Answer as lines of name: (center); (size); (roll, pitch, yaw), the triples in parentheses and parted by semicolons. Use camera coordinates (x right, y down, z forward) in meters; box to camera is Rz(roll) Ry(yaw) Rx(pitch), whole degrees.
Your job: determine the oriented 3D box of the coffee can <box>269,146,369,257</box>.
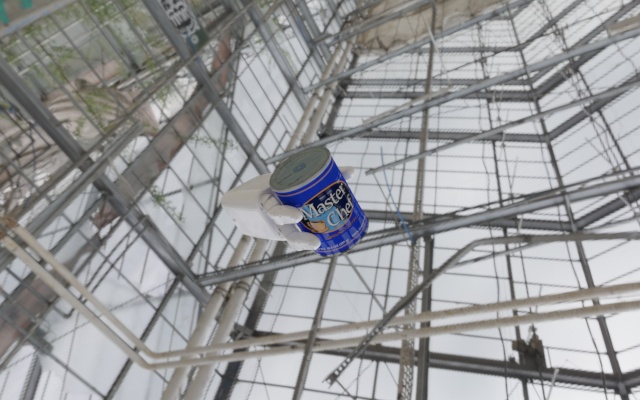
coffee can: (0.000, 0.002, 0.737); (0.103, 0.140, 0.102); (-24, 30, 14)
